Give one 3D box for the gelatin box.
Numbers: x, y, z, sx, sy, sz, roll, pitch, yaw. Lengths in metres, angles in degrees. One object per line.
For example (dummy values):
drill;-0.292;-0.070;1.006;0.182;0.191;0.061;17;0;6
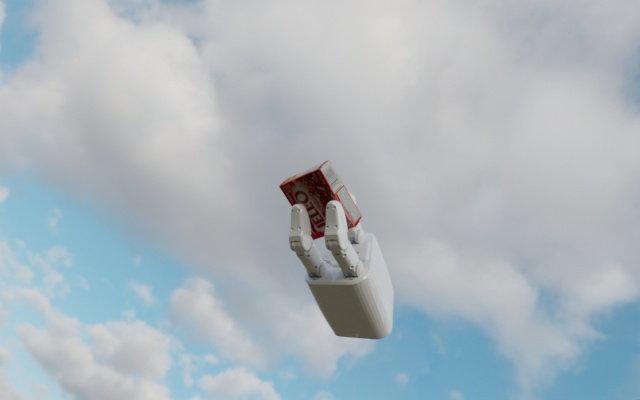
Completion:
gelatin box;0.000;0.001;0.613;0.073;0.089;0.030;-20;17;39
